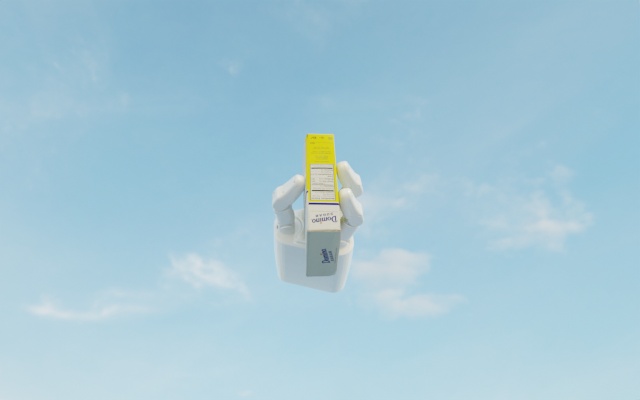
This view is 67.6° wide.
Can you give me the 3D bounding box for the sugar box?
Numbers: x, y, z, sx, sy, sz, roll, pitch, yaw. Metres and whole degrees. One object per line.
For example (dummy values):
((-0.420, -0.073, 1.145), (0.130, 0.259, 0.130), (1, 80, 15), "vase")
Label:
((0.001, 0.002, 0.626), (0.048, 0.176, 0.093), (-2, -43, -4), "sugar box")
